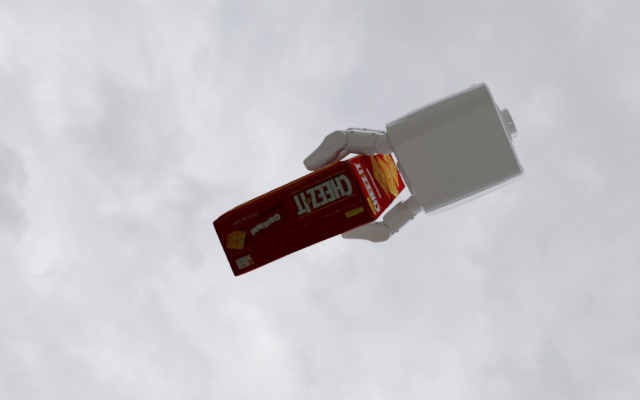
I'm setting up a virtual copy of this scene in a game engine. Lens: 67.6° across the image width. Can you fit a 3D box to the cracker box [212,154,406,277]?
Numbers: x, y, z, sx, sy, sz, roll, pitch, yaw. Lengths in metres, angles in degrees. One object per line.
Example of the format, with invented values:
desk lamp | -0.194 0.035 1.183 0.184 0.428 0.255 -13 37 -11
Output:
cracker box | 0.000 0.002 0.559 0.164 0.072 0.213 -24 1 20
